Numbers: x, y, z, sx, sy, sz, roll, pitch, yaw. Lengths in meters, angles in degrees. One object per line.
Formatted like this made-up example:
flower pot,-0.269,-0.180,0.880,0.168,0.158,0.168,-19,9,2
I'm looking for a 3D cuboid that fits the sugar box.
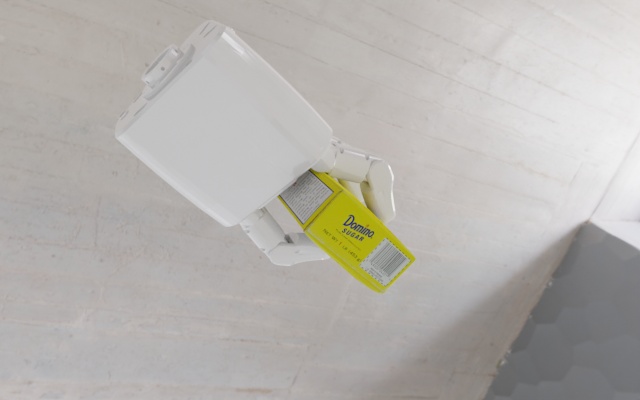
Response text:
sugar box,0.000,0.001,0.411,0.093,0.048,0.176,42,4,-31
